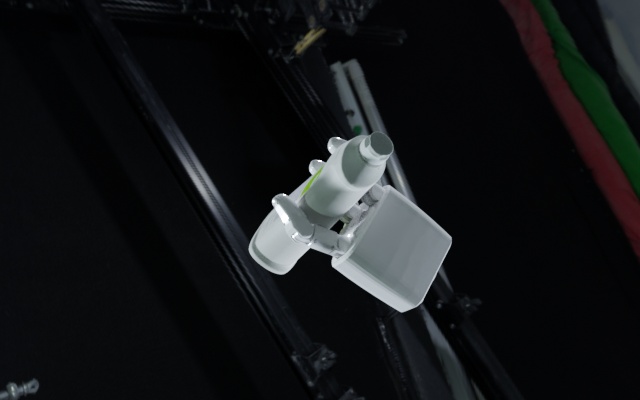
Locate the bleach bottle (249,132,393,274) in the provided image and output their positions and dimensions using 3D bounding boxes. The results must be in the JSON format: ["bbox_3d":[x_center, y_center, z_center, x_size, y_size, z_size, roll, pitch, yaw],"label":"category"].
[{"bbox_3d":[0.000,0.002,0.570,0.068,0.102,0.251,36,-38,-9],"label":"bleach bottle"}]
